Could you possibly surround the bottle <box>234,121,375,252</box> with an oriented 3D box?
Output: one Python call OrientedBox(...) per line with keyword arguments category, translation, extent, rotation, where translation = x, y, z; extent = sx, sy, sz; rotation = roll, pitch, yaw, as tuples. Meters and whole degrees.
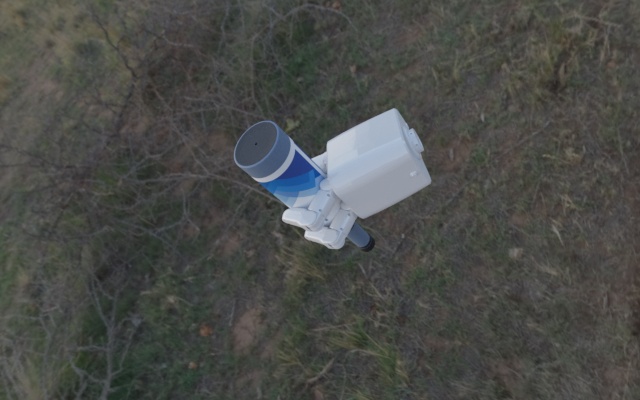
OrientedBox(category="bottle", translation=(0.000, 0.002, 0.665), extent=(0.069, 0.069, 0.296), rotation=(0, -28, 36))
